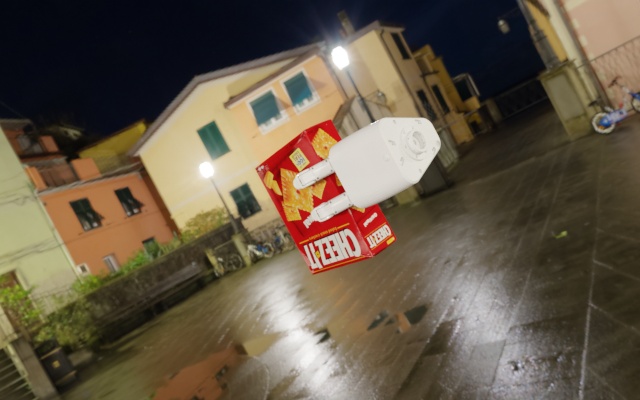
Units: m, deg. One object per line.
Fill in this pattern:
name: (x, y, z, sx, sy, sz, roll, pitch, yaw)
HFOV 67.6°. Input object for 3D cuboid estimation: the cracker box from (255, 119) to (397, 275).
cracker box: (0.000, 0.002, 0.770, 0.072, 0.213, 0.164, -29, 2, -39)
